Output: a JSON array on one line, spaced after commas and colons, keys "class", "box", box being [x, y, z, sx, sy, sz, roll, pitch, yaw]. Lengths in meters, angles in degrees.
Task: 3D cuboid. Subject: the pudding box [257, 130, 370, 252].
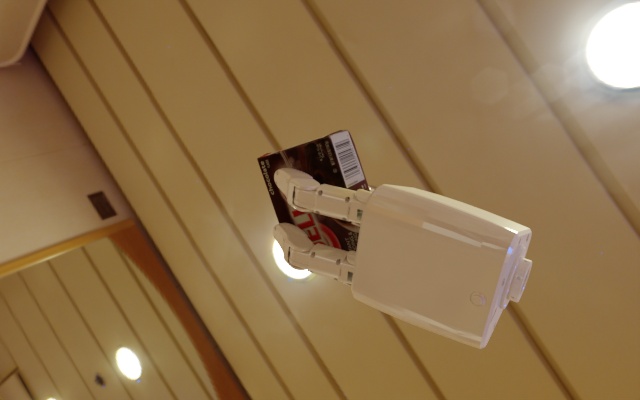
[{"class": "pudding box", "box": [0.000, 0.001, 0.434, 0.090, 0.113, 0.039, -12, 7, 39]}]
